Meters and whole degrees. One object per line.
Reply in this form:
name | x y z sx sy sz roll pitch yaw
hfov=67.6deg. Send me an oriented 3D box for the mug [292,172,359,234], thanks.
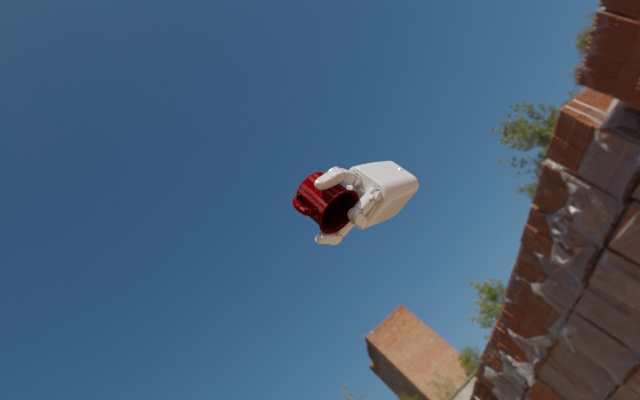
mug | -0.001 0.003 0.861 0.117 0.093 0.081 -14 41 -40
